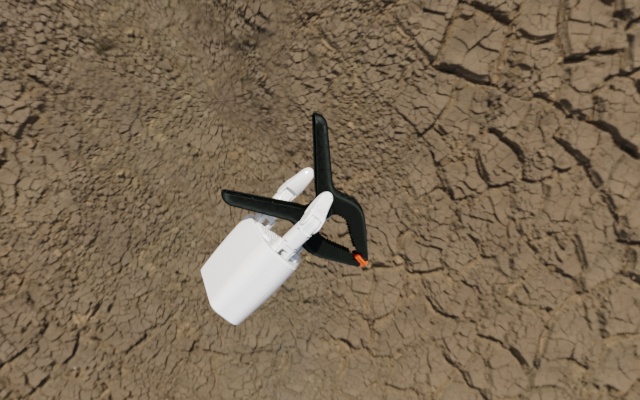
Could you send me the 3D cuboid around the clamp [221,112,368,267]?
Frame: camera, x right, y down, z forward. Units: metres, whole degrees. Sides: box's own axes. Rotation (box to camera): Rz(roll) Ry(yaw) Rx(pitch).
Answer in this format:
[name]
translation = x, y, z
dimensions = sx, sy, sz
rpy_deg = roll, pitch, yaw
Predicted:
[clamp]
translation = 0.000, 0.003, 0.627
dimensions = 0.210, 0.164, 0.036
rpy_deg = 42, 7, -16
